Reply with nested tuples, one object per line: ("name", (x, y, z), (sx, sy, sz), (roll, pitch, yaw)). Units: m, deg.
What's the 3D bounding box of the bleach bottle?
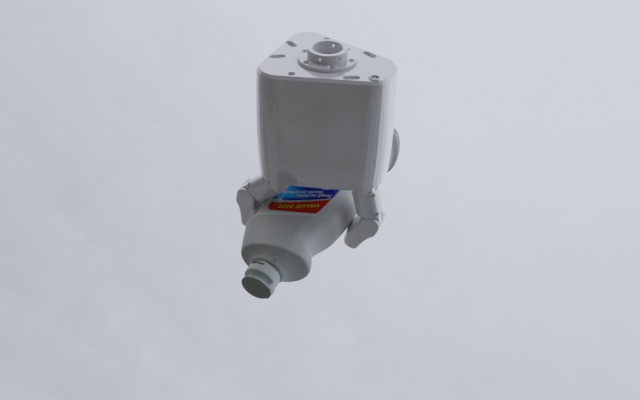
("bleach bottle", (0.000, 0.002, 0.497), (0.102, 0.068, 0.250), (16, 44, 16))
